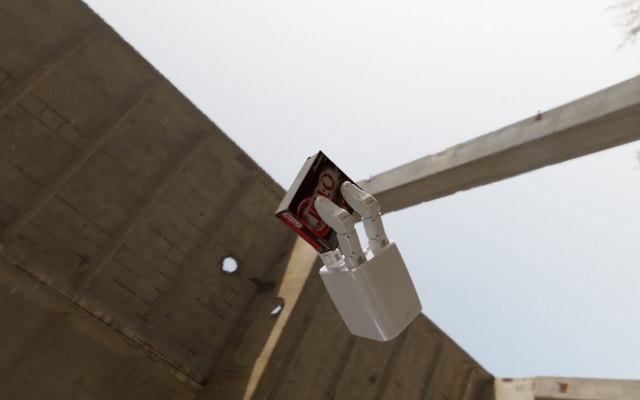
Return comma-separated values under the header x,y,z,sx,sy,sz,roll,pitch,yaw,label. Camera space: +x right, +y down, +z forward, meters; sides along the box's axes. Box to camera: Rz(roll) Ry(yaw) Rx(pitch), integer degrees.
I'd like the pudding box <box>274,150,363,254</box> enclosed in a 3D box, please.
x,y,z,sx,sy,sz,roll,pitch,yaw,label
0.000,0.002,0.654,0.090,0.113,0.039,42,-38,-22,pudding box
